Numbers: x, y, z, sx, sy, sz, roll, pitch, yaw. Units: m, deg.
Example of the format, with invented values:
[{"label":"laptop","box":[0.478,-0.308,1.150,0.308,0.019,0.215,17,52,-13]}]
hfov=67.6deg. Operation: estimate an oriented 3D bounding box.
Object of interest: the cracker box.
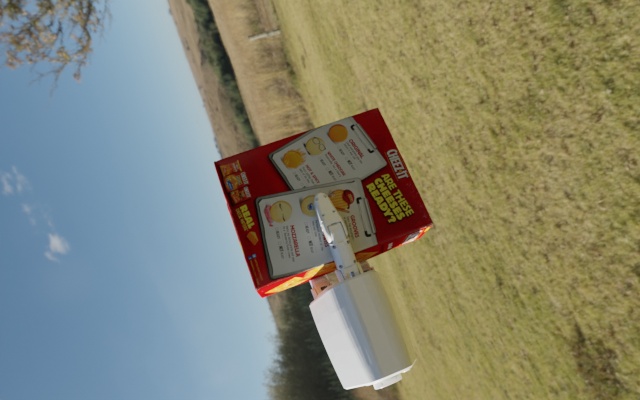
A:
[{"label":"cracker box","box":[0.000,0.002,0.579,0.213,0.164,0.072,-20,-17,-8]}]
